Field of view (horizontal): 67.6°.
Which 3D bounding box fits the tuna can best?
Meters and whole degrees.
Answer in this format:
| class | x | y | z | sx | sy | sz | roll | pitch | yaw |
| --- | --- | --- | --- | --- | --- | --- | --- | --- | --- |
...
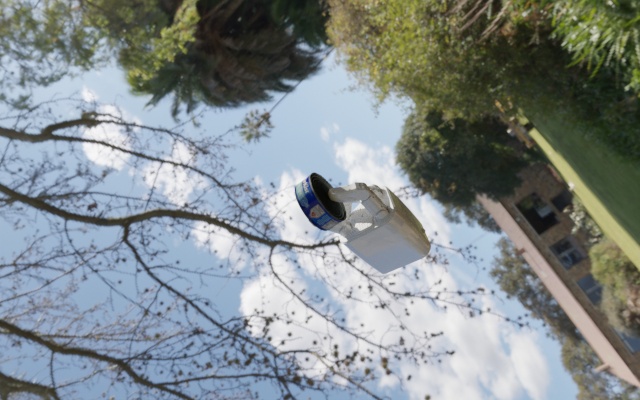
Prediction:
| class | x | y | z | sx | sy | sz | roll | pitch | yaw |
| --- | --- | --- | --- | --- | --- | --- | --- | --- | --- |
| tuna can | 0.000 | 0.003 | 0.715 | 0.034 | 0.086 | 0.086 | -35 | -14 | 20 |
